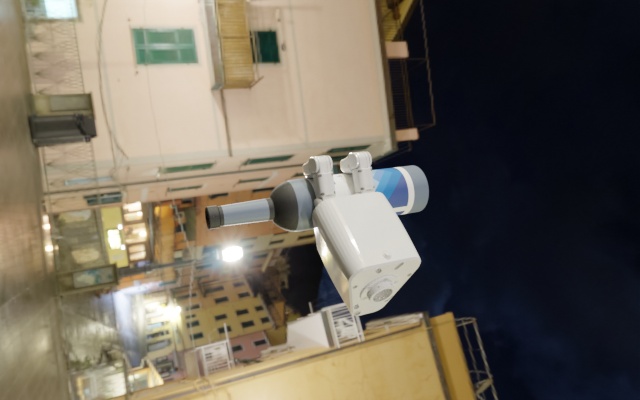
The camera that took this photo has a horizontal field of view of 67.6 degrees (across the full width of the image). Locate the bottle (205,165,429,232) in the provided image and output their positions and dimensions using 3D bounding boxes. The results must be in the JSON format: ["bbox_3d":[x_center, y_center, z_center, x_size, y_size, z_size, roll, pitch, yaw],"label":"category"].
[{"bbox_3d":[0.000,0.002,0.623,0.295,0.069,0.069,-8,3,-23],"label":"bottle"}]
